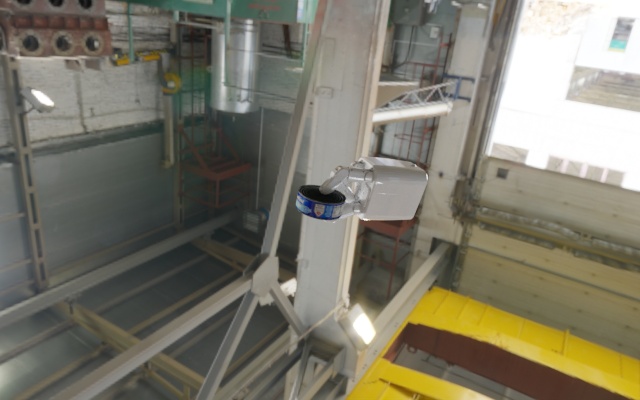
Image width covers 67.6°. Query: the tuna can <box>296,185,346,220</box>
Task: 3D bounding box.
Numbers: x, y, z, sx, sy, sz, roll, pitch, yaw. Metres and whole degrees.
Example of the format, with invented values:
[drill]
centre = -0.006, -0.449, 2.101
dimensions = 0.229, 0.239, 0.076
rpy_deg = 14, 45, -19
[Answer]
[tuna can]
centre = 0.000, 0.003, 0.842
dimensions = 0.086, 0.034, 0.086
rpy_deg = 11, 20, -4
